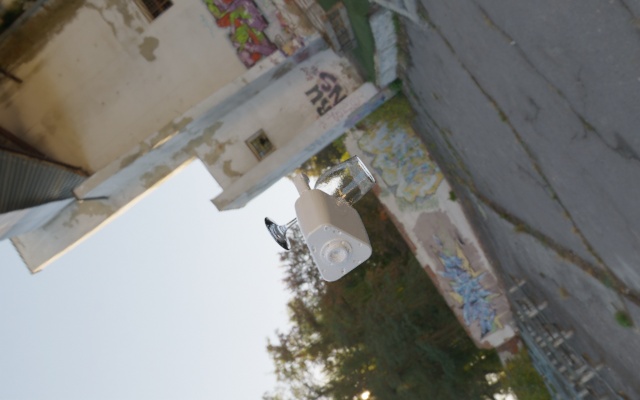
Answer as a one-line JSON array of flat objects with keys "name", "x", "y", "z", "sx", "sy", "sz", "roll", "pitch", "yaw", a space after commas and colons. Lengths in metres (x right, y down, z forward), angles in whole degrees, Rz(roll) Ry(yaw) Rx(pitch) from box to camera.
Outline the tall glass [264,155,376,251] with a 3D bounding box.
[{"name": "tall glass", "x": 0.000, "y": 0.003, "z": 0.850, "sx": 0.201, "sy": 0.079, "sz": 0.079, "roll": -36, "pitch": -7, "yaw": 10}]
